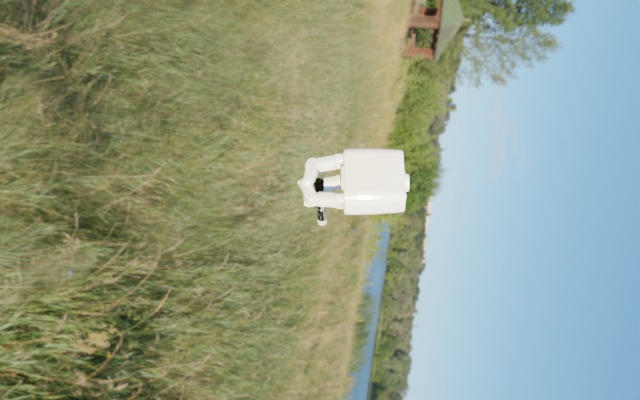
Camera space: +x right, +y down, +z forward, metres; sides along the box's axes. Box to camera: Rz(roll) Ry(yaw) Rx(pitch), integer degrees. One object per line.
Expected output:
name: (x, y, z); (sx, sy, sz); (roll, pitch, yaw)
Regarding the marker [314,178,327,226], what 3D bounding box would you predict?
marker: (0.000, 0.003, 0.865); (0.020, 0.020, 0.121); (0, -40, 5)
